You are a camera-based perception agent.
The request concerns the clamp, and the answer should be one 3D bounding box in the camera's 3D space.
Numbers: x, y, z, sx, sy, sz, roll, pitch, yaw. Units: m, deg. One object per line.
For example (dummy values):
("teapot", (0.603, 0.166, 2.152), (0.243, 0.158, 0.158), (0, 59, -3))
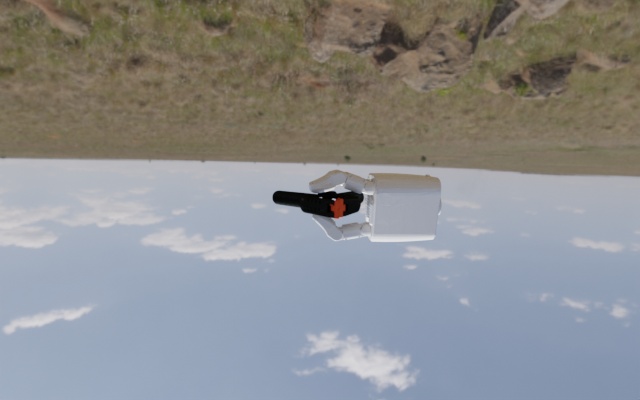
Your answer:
("clamp", (0.000, 0.003, 0.771), (0.164, 0.036, 0.210), (-1, 5, -2))
